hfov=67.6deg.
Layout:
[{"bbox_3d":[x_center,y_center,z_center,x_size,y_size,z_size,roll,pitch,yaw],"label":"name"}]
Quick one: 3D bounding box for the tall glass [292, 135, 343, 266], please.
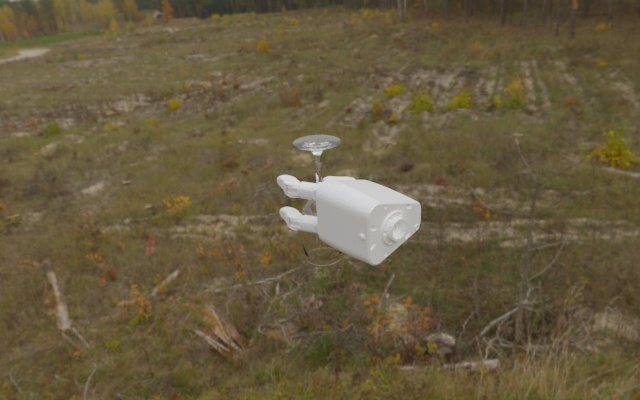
[{"bbox_3d":[0.000,0.002,0.760,0.079,0.201,0.079,-3,24,1],"label":"tall glass"}]
